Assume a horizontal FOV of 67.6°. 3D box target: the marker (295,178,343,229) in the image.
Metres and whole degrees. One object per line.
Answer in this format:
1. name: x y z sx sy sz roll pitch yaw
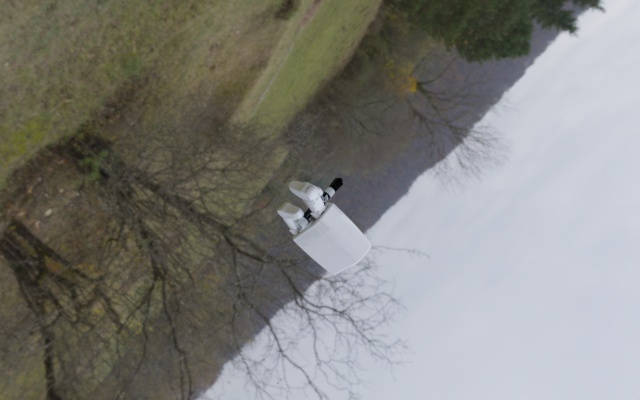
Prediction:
1. marker: 0.000 0.003 0.859 0.121 0.020 0.020 -48 22 -21
